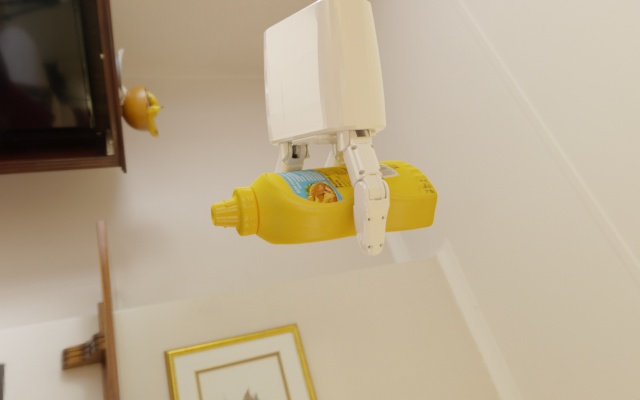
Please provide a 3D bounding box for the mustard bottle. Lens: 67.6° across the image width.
[{"bbox_3d":[0.000,0.002,0.425,0.191,0.058,0.096,-6,26,-23],"label":"mustard bottle"}]
